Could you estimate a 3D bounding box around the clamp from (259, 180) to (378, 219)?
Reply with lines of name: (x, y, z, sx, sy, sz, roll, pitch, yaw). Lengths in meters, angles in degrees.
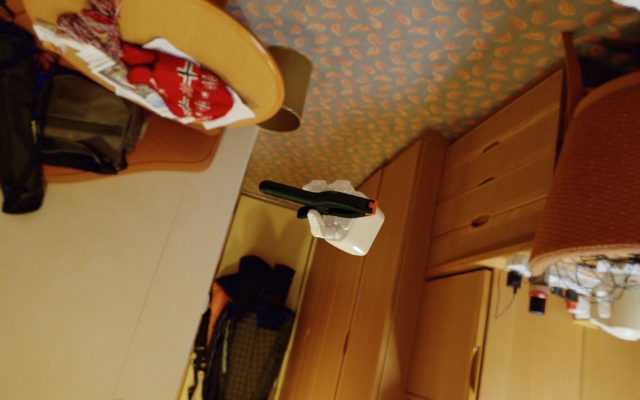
clamp: (0.001, 0.004, 0.878, 0.210, 0.036, 0.165, 2, -19, 34)
